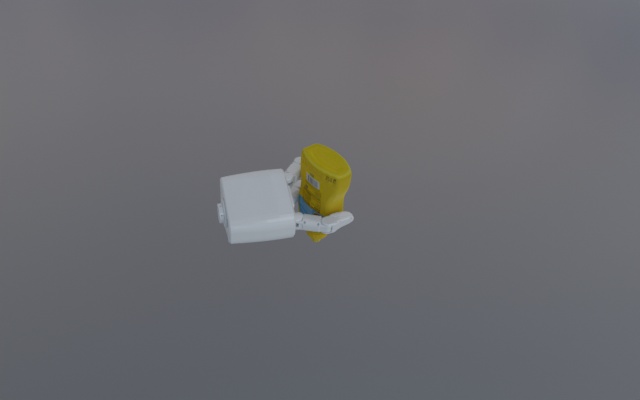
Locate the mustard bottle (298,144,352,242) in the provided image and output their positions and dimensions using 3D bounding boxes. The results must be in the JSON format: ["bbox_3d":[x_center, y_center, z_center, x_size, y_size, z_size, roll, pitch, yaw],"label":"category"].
[{"bbox_3d":[0.000,0.002,0.830,0.058,0.192,0.096,-27,53,-32],"label":"mustard bottle"}]
